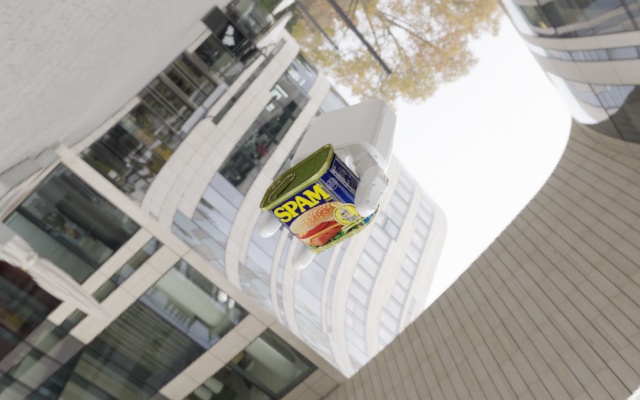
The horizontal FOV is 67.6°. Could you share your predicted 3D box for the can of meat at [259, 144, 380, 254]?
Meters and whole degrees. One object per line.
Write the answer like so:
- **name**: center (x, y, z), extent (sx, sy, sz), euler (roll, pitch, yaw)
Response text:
- **can of meat**: center (0.000, 0.002, 0.513), extent (0.102, 0.084, 0.057), euler (-31, 26, 34)
